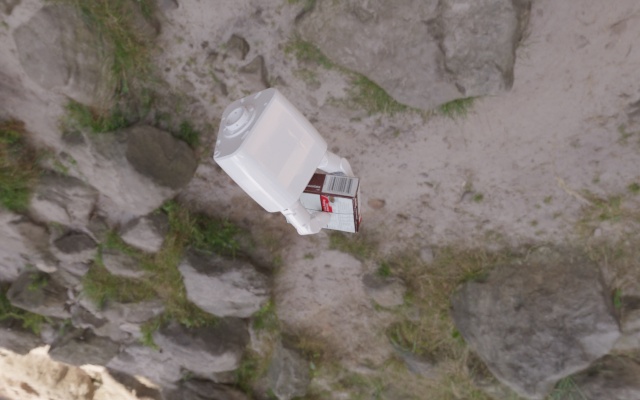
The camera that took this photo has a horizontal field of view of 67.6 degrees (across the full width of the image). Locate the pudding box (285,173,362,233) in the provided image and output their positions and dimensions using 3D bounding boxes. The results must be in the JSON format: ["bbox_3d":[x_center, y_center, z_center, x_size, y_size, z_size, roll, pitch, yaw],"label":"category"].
[{"bbox_3d":[0.000,0.002,0.683,0.113,0.039,0.090,9,-34,13],"label":"pudding box"}]
